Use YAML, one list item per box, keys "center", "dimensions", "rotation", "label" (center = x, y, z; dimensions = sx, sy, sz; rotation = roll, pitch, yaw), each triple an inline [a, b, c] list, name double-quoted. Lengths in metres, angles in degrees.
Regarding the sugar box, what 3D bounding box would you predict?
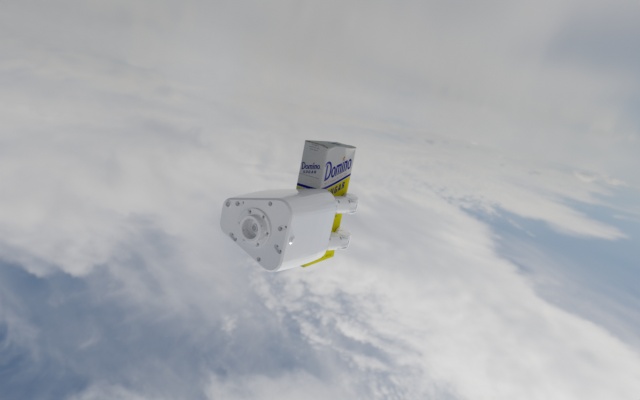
- center: [0.000, 0.003, 0.700]
  dimensions: [0.048, 0.176, 0.093]
  rotation: [20, 15, 26]
  label: "sugar box"
